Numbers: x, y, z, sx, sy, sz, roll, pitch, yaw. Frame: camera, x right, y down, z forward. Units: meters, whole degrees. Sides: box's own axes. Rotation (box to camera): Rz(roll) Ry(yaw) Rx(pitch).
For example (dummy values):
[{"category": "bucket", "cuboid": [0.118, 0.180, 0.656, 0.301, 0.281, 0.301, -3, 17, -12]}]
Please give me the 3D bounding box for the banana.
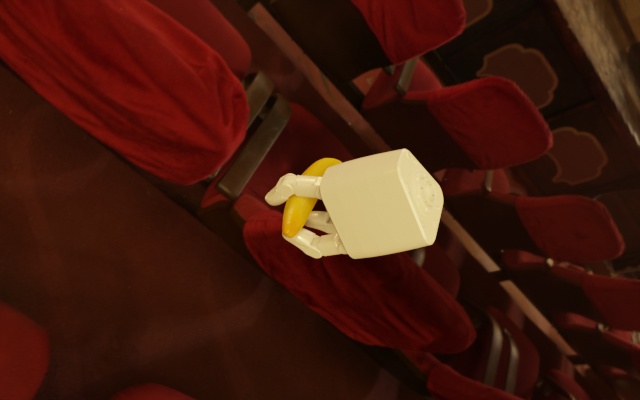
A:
[{"category": "banana", "cuboid": [-0.003, -0.016, 0.656, 0.037, 0.070, 0.197, -6, 16, 28]}]
